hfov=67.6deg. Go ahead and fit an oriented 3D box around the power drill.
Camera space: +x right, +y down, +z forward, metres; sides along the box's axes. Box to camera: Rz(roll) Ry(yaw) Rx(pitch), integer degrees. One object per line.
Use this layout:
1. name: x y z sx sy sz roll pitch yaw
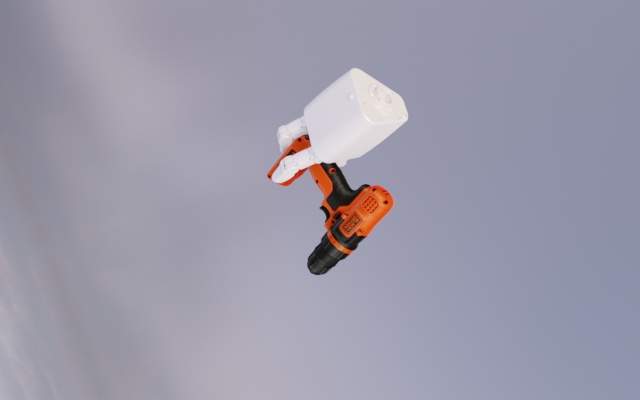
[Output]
1. power drill: 0.000 0.002 0.760 0.184 0.187 0.057 -48 -16 22
